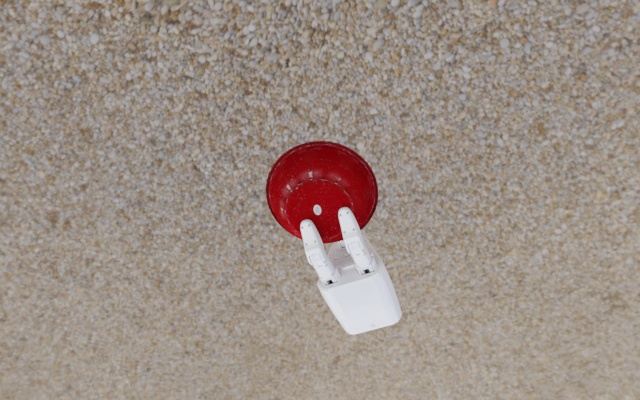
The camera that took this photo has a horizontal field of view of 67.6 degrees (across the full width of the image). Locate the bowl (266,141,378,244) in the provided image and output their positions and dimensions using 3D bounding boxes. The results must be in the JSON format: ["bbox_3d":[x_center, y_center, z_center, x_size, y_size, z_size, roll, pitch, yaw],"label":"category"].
[{"bbox_3d":[-0.001,0.001,0.660,0.162,0.162,0.055,0,25,4],"label":"bowl"}]
